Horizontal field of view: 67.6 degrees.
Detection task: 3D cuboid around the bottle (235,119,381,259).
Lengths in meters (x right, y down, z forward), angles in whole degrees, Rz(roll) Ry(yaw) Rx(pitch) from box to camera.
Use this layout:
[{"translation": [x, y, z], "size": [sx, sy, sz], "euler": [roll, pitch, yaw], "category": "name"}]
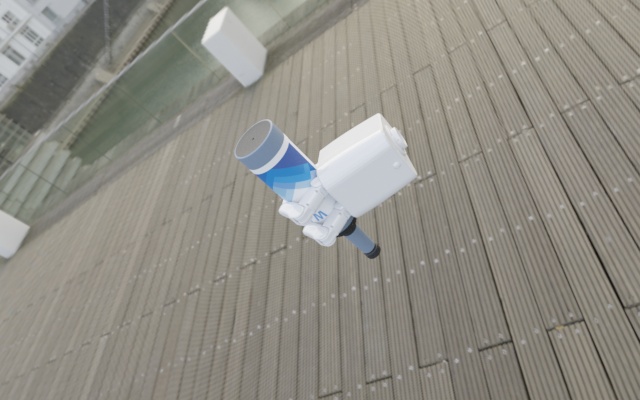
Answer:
[{"translation": [0.000, 0.002, 0.706], "size": [0.069, 0.069, 0.296], "euler": [0, -34, 47], "category": "bottle"}]
